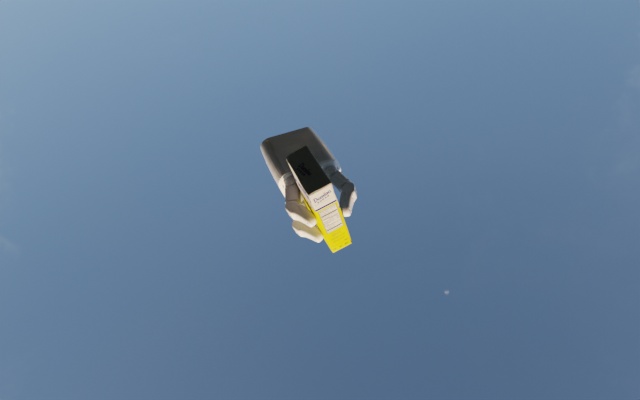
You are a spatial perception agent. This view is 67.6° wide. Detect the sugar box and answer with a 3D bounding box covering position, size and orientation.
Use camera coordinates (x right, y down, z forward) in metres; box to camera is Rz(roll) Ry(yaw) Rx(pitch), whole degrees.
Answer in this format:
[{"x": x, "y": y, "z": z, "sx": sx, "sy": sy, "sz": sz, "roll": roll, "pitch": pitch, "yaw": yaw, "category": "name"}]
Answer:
[{"x": 0.000, "y": 0.003, "z": 0.779, "sx": 0.048, "sy": 0.093, "sz": 0.176, "roll": -30, "pitch": -37, "yaw": -3, "category": "sugar box"}]
